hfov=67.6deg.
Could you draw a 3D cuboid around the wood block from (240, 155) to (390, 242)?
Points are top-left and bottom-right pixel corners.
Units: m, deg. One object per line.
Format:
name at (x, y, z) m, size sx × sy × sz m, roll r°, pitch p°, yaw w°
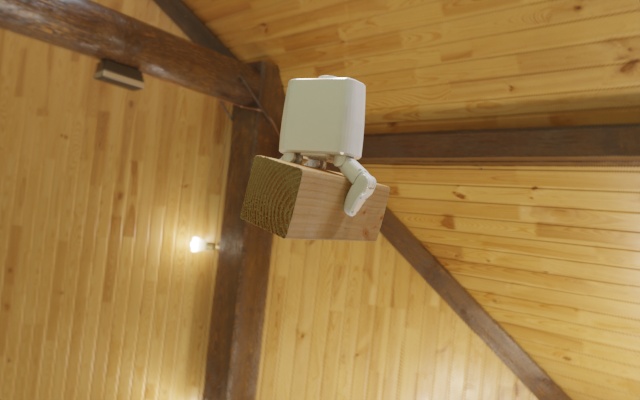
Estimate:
wood block at (0.001, 0.002, 0.679) m, size 0.091 × 0.090 × 0.206 m, roll 20°, pitch 8°, yaw 39°
